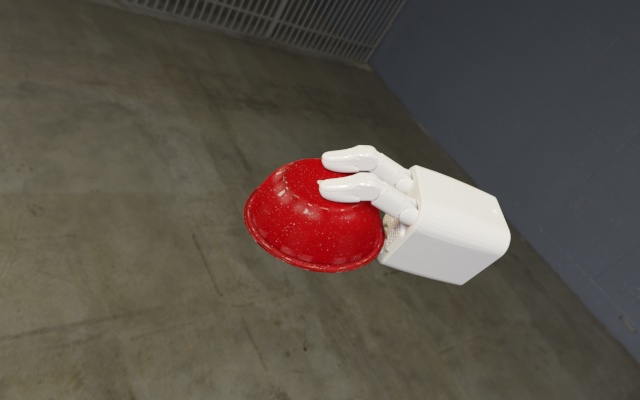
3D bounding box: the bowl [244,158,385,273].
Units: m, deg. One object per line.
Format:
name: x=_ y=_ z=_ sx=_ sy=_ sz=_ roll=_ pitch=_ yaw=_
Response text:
bowl: x=-0.001 y=0.001 z=0.519 sx=0.162 sy=0.055 sz=0.162 roll=10 pitch=37 yaw=-7
